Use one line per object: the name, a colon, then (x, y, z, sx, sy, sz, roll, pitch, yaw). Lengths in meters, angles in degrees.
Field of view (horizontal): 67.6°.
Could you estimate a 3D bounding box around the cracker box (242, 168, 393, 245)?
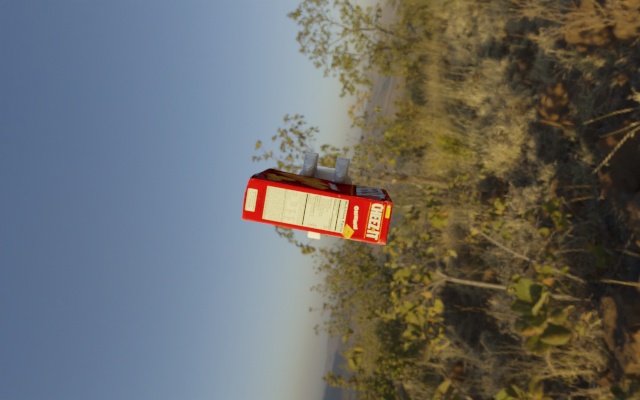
cracker box: (0.000, 0.003, 0.756, 0.213, 0.072, 0.164, 10, 9, 3)
